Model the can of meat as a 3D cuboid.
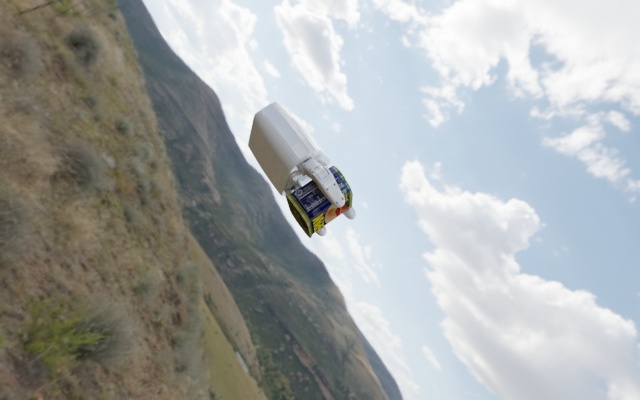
[{"bbox_3d":[0.000,0.002,0.717,0.084,0.057,0.102,-35,-17,-10],"label":"can of meat"}]
